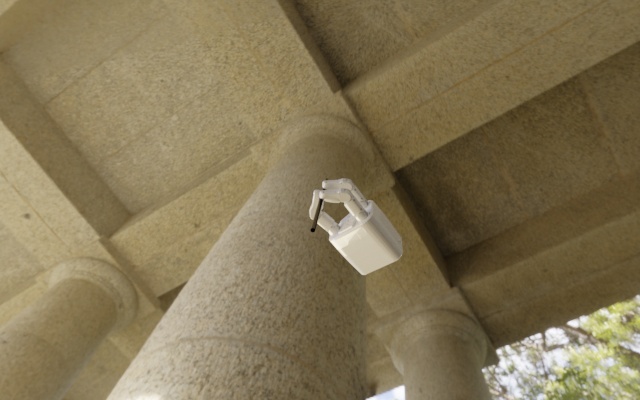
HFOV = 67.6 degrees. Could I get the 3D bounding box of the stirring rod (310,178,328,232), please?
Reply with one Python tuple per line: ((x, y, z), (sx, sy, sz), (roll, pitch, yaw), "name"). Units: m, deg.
((0.000, 0.003, 0.889), (0.011, 0.011, 0.239), (0, 22, 7), "stirring rod")
